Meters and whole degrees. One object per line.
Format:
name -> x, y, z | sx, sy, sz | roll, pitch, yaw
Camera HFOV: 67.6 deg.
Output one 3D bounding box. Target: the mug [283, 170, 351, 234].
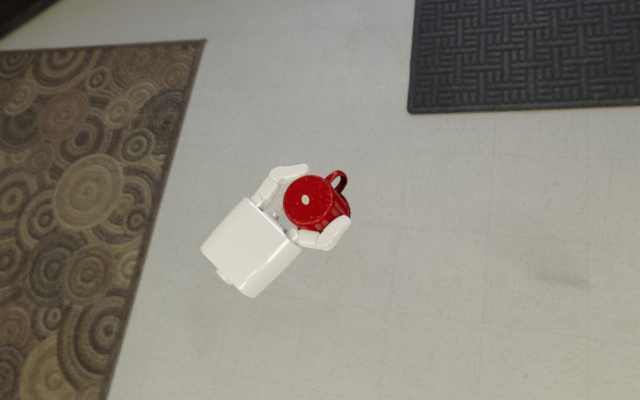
mug -> 0.001, 0.001, 0.734 | 0.093, 0.117, 0.081 | 40, -4, 26
